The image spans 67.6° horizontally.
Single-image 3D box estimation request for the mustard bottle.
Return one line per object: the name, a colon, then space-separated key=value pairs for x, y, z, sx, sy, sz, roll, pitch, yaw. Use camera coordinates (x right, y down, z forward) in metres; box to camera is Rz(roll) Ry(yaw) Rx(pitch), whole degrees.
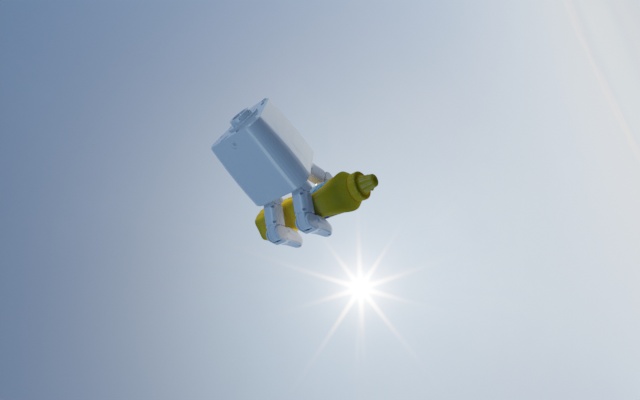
mustard bottle: x=0.000 y=0.003 z=0.691 sx=0.192 sy=0.058 sz=0.096 roll=-23 pitch=2 yaw=34
